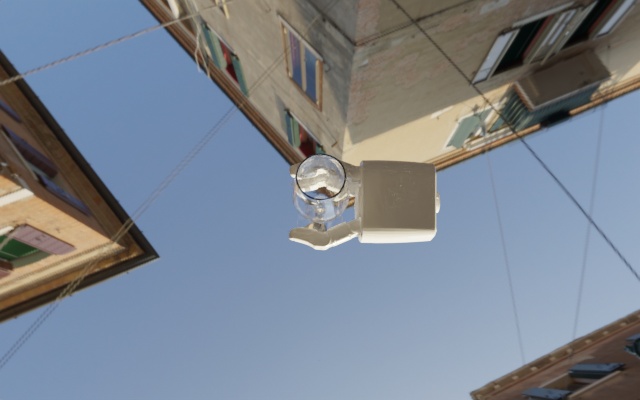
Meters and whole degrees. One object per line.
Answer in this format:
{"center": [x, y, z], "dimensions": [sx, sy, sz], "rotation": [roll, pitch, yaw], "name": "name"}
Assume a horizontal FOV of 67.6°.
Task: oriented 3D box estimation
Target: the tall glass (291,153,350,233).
{"center": [0.000, 0.002, 0.675], "dimensions": [0.079, 0.079, 0.201], "rotation": [0, -18, 0], "name": "tall glass"}
